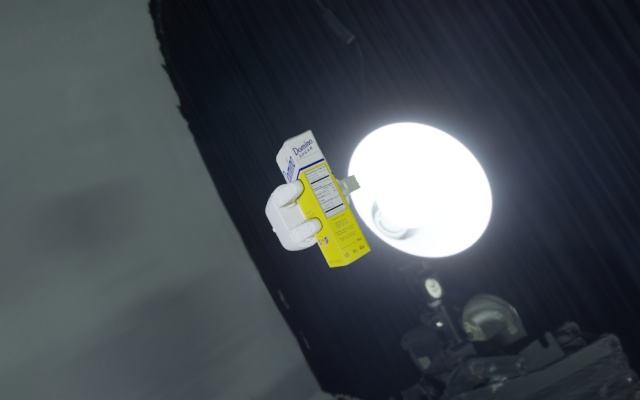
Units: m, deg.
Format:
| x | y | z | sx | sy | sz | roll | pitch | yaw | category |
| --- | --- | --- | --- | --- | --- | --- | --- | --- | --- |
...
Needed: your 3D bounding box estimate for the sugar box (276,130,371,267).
| x | y | z | sx | sy | sz | roll | pitch | yaw | category |
| --- | --- | --- | --- | --- | --- | --- | --- | --- | --- |
| 0.000 | 0.002 | 0.647 | 0.048 | 0.176 | 0.093 | -29 | -3 | -17 | sugar box |
